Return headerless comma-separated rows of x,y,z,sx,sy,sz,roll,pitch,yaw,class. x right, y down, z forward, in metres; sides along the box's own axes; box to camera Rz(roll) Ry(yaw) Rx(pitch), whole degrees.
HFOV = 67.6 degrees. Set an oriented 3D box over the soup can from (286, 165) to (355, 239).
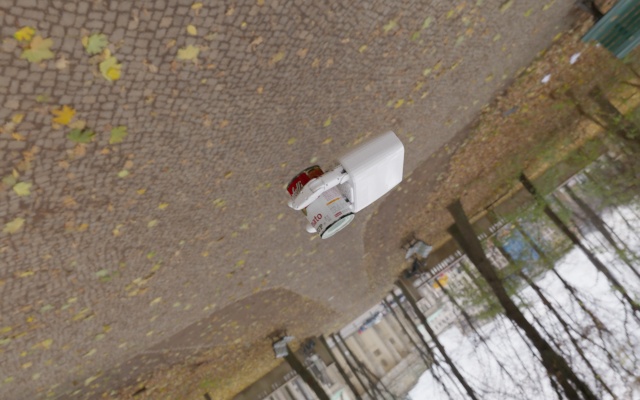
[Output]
0.000,0.003,0.778,0.068,0.102,0.068,-33,-16,-11,soup can
